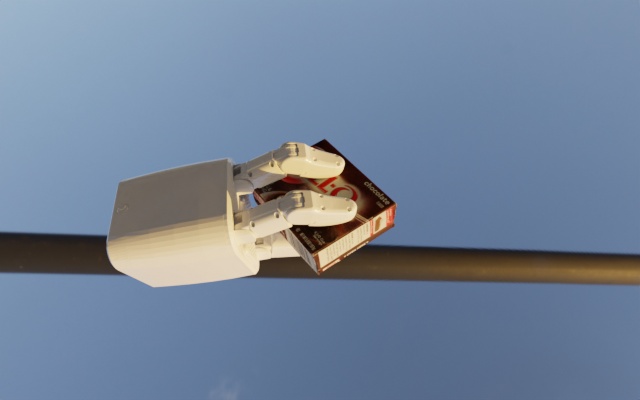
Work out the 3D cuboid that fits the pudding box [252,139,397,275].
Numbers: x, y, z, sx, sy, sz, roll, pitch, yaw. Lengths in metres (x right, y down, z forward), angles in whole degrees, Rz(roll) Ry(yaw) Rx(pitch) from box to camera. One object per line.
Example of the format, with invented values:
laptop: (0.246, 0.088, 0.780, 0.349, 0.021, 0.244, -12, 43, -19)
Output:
pudding box: (0.000, 0.002, 0.441, 0.090, 0.039, 0.113, -31, 55, -18)
